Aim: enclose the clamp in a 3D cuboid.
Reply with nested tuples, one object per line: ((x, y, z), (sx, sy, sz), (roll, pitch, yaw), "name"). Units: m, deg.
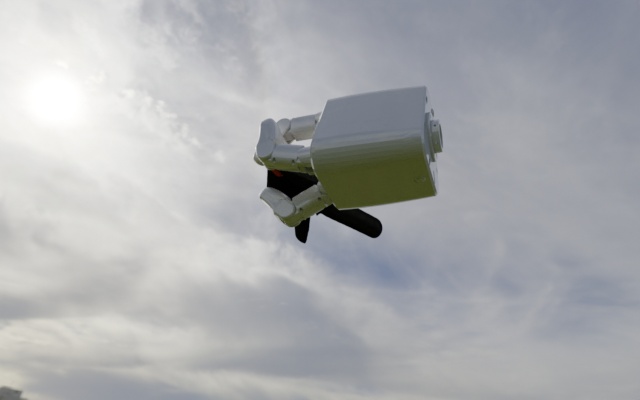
((0.000, 0.001, 0.558), (0.120, 0.039, 0.172), (-7, -34, 19), "clamp")
